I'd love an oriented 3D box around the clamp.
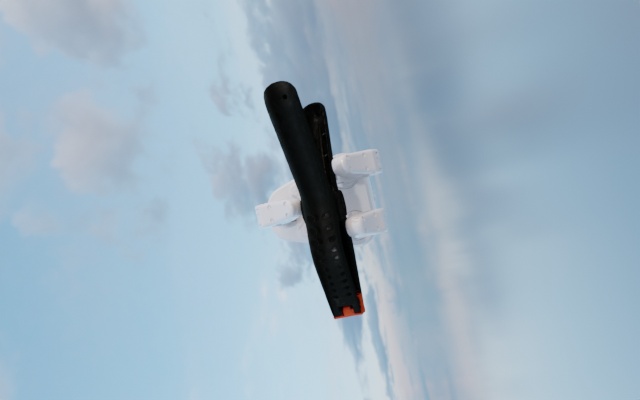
[{"bbox_3d":[-0.001,0.002,0.412,0.036,0.210,0.164,-13,-3,11],"label":"clamp"}]
